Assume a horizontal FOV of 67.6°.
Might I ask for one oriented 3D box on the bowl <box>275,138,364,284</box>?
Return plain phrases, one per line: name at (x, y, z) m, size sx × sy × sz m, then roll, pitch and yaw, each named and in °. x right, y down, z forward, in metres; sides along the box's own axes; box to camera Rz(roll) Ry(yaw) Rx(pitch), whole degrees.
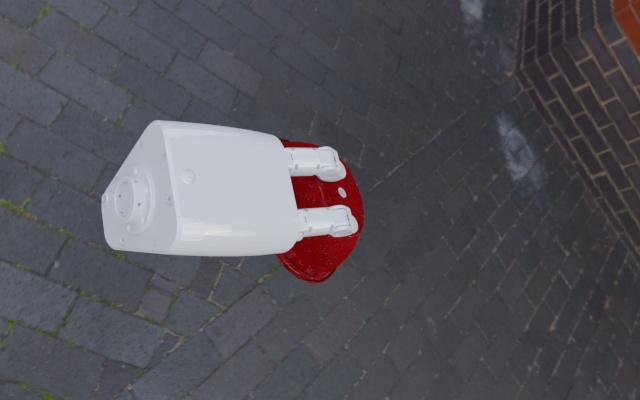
bowl at (0.001, 0.001, 0.500) m, size 0.055 × 0.162 × 0.162 m, roll -20°, pitch -10°, yaw 27°
